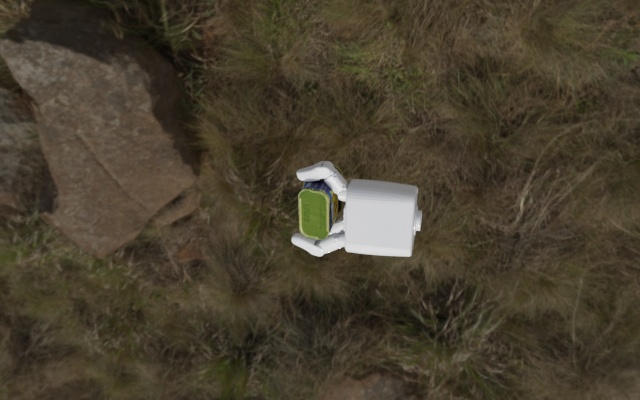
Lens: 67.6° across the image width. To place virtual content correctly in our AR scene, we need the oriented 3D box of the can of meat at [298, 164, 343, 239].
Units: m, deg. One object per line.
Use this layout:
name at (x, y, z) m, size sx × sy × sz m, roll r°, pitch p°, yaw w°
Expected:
can of meat at (0.000, 0.003, 0.796) m, size 0.057 × 0.102 × 0.084 m, roll 7°, pitch 34°, yaw 13°
